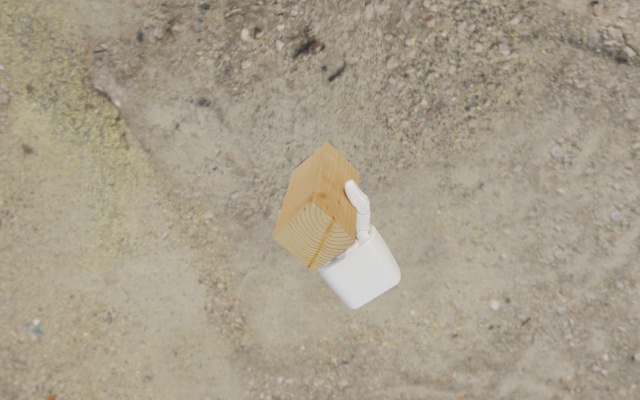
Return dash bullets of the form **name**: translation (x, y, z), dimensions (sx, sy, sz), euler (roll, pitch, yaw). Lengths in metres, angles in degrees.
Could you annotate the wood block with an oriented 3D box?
- **wood block**: translation (0.001, 0.003, 0.777), dimensions (0.091, 0.090, 0.206), euler (-38, 20, 25)
